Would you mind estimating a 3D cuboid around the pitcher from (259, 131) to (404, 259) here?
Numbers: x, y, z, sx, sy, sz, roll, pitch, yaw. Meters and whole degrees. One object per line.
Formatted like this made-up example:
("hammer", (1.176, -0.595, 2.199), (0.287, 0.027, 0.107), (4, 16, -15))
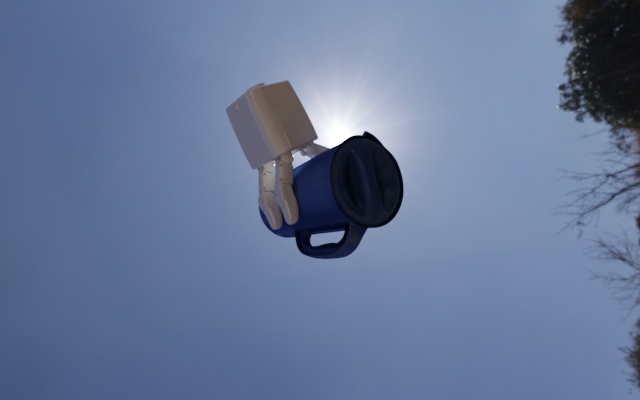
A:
("pitcher", (0.000, 0.002, 0.750), (0.149, 0.145, 0.243), (-32, 8, -36))
